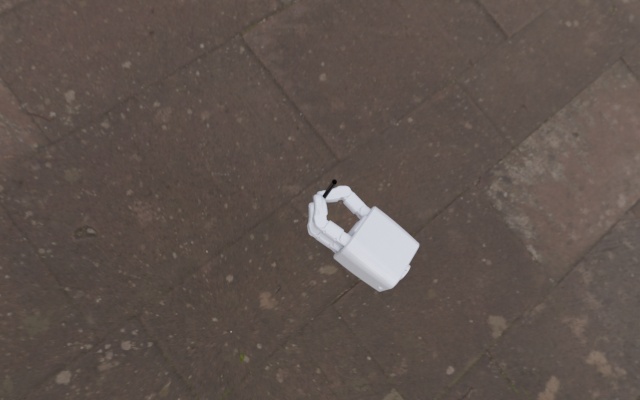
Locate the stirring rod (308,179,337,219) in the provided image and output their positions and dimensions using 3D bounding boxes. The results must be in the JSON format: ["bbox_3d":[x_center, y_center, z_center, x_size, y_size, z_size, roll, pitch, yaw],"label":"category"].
[{"bbox_3d":[0.000,0.003,0.844,0.011,0.011,0.239,0,-15,-11],"label":"stirring rod"}]
